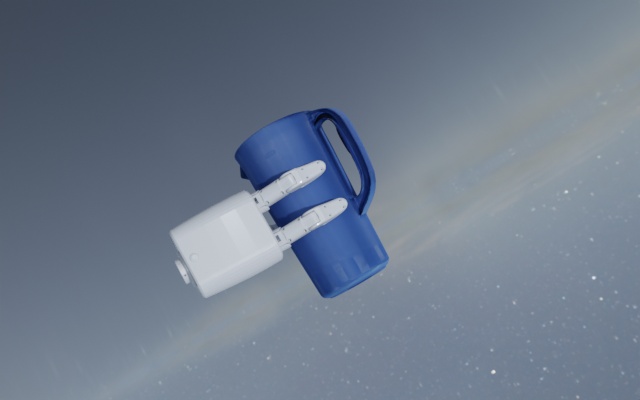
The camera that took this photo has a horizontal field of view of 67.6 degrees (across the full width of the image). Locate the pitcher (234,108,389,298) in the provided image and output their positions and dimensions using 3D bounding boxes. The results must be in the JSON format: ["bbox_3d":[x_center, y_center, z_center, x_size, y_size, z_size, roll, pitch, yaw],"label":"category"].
[{"bbox_3d":[0.000,0.002,0.662,0.145,0.243,0.149,-28,-7,-18],"label":"pitcher"}]
